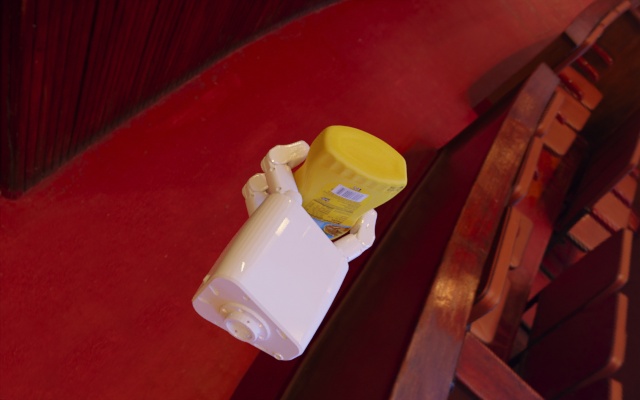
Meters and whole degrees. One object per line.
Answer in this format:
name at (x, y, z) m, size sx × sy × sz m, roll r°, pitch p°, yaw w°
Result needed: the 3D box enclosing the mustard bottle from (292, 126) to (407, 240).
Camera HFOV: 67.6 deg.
mustard bottle at (0.000, 0.001, 0.518) m, size 0.096 × 0.058 × 0.192 m, roll 19°, pitch -38°, yaw -23°
